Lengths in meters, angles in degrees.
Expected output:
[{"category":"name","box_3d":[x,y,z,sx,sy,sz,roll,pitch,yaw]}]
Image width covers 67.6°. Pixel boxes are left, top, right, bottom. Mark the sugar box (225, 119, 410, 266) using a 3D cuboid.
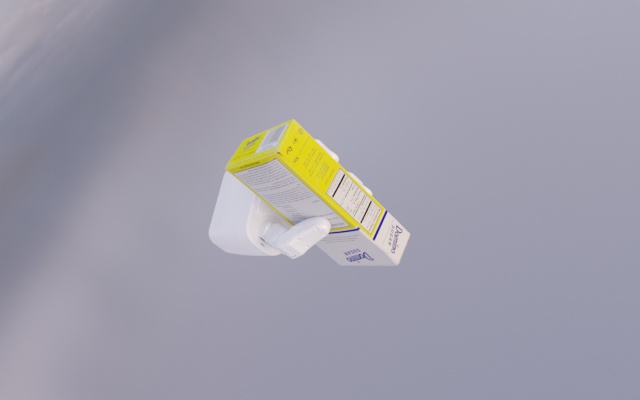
[{"category":"sugar box","box_3d":[0.000,0.001,0.478,0.176,0.048,0.093,40,-28,-28]}]
